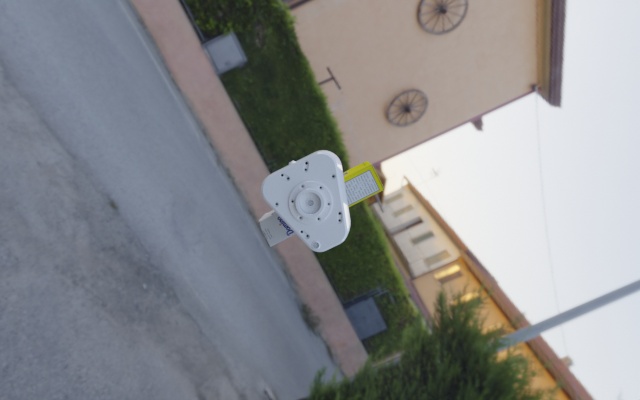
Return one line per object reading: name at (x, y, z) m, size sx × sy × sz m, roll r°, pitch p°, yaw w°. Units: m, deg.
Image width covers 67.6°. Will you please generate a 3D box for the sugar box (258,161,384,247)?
sugar box at (0.000, 0.002, 0.685) m, size 0.176 × 0.048 × 0.093 m, roll -25°, pitch 5°, yaw 4°
